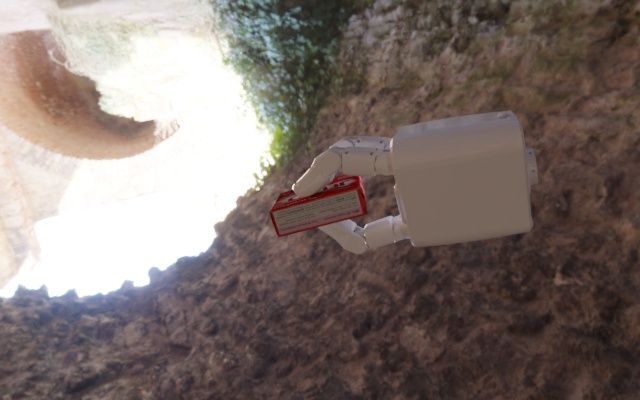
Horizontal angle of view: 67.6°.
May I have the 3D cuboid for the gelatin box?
[{"bbox_3d":[0.000,0.002,0.469,0.089,0.030,0.073,-16,13,7],"label":"gelatin box"}]
